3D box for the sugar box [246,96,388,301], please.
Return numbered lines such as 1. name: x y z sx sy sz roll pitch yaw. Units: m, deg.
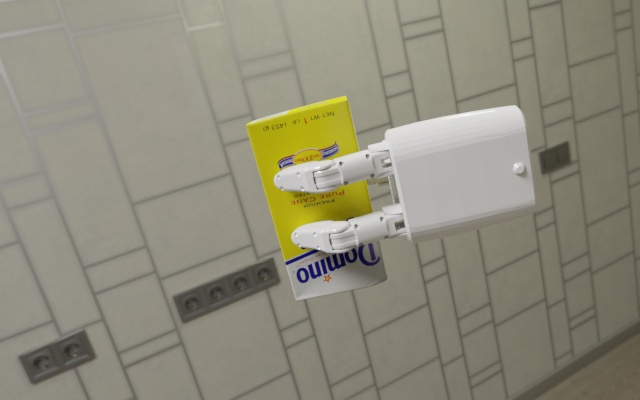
1. sugar box: 0.000 0.001 0.445 0.093 0.176 0.048 -13 15 6
